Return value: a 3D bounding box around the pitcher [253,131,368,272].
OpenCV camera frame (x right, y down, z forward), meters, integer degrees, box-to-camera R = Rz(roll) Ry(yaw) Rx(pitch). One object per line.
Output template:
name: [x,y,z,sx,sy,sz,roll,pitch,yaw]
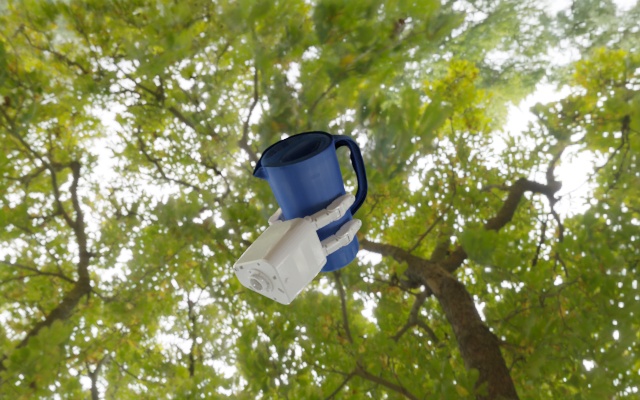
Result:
pitcher: [0.000,0.003,0.863,0.149,0.243,0.145,3,35,35]
